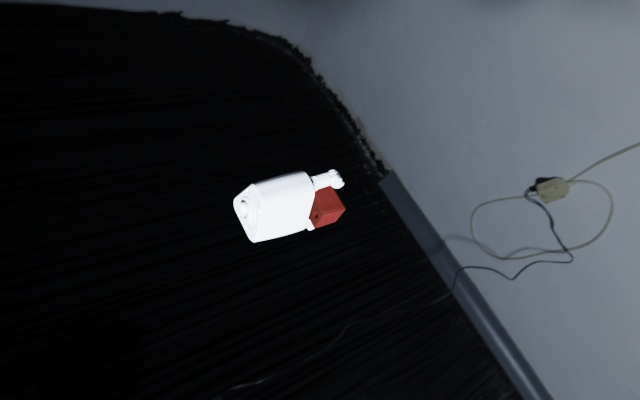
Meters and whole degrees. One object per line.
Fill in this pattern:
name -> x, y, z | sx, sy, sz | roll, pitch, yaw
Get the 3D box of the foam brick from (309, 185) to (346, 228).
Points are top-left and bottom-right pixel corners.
foam brick -> 0.000, 0.003, 0.888 | 0.051, 0.078, 0.053 | -16, -25, -33
